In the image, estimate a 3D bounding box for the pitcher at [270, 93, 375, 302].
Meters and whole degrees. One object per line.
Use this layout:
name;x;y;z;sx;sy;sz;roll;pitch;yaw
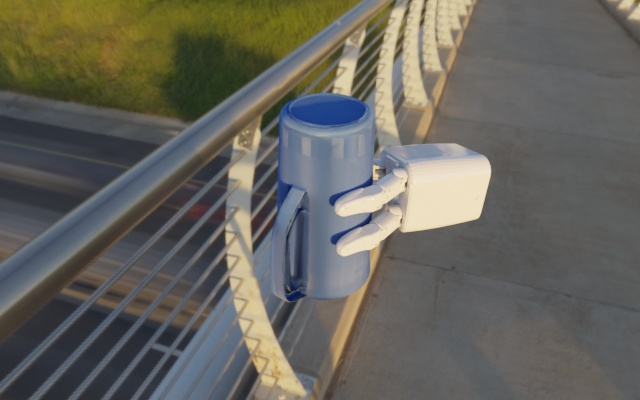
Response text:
pitcher;0.000;0.002;0.592;0.145;0.243;0.149;-6;36;-10
